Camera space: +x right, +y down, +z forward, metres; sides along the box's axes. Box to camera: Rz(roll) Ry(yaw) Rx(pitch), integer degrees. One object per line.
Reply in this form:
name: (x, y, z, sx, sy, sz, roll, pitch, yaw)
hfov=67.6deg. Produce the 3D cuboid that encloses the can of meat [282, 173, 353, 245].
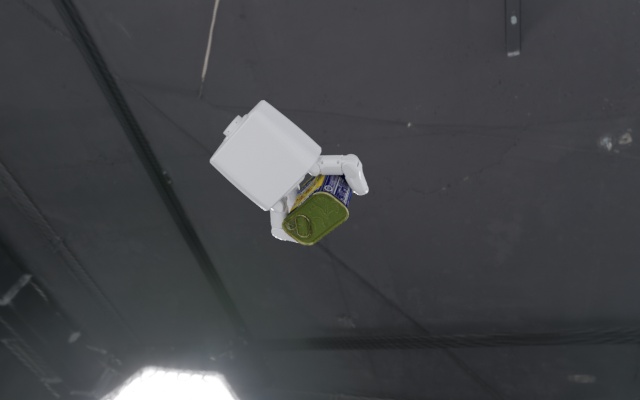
can of meat: (0.000, 0.002, 0.679, 0.057, 0.084, 0.102, 39, -52, -15)
